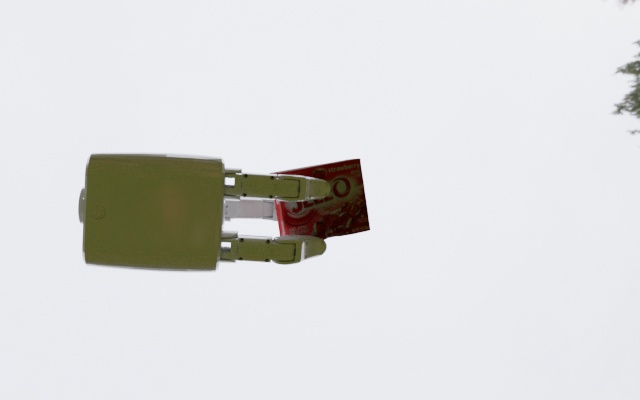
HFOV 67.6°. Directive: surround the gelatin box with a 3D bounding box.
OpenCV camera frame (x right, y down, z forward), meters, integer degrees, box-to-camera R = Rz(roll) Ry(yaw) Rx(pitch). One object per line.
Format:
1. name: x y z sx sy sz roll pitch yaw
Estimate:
1. gelatin box: 0.000 0.001 0.466 0.089 0.073 0.030 -11 7 -19
